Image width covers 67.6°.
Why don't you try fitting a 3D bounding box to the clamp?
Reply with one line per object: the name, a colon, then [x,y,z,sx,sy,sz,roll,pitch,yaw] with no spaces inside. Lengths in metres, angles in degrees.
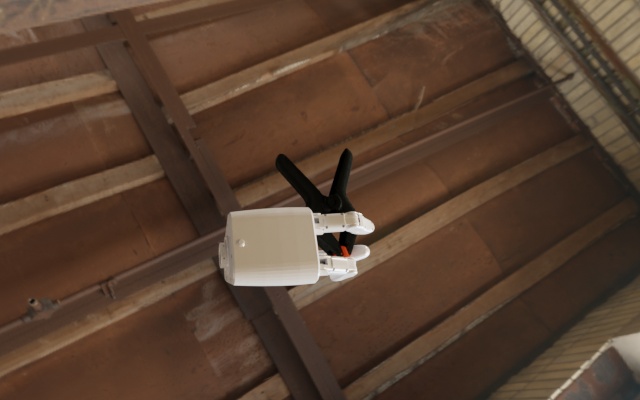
clamp: [0.000,0.003,0.670,0.120,0.171,0.039,-1,-22,-17]
